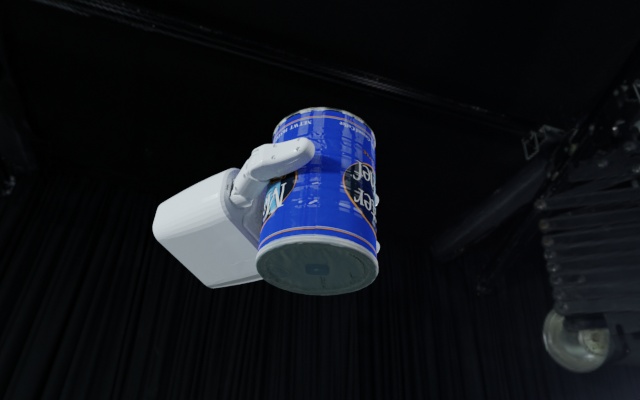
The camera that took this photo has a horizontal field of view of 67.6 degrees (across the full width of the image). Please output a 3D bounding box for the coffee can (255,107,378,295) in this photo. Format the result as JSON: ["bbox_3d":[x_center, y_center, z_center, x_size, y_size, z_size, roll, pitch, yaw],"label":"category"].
[{"bbox_3d":[0.000,0.001,0.436,0.103,0.140,0.103,2,-33,2],"label":"coffee can"}]
